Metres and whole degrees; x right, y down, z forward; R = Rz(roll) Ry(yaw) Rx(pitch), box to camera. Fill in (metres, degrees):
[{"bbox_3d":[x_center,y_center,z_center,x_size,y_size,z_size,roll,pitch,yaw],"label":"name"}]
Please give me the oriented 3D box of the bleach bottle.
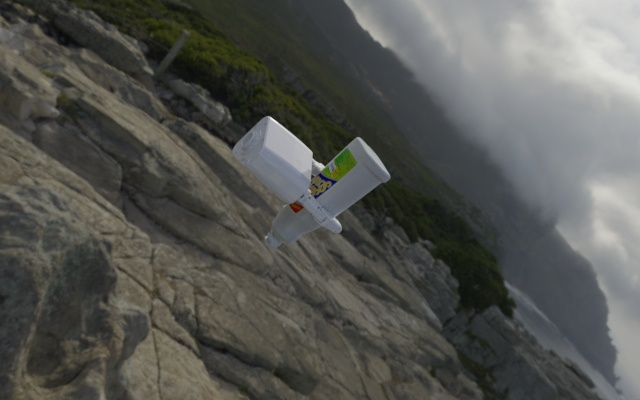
[{"bbox_3d":[0.000,0.003,0.848,0.068,0.251,0.102,40,16,-31],"label":"bleach bottle"}]
